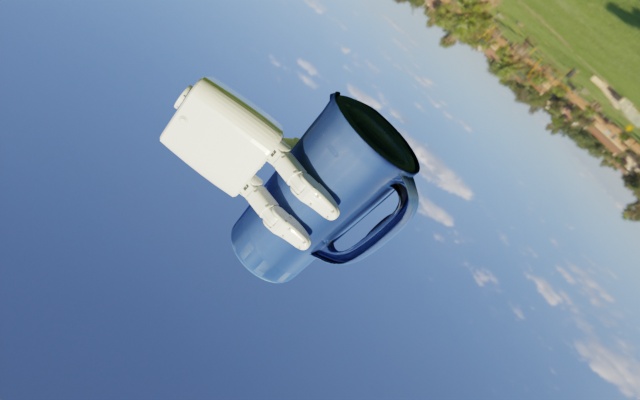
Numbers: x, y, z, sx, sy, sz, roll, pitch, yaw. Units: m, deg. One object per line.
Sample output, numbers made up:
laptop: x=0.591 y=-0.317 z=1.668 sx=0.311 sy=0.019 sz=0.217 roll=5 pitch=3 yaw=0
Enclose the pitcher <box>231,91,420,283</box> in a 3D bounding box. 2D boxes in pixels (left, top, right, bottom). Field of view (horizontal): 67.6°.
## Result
pitcher: x=0.000 y=0.002 z=0.592 sx=0.145 sy=0.243 sz=0.149 roll=37 pitch=27 yaw=-14
